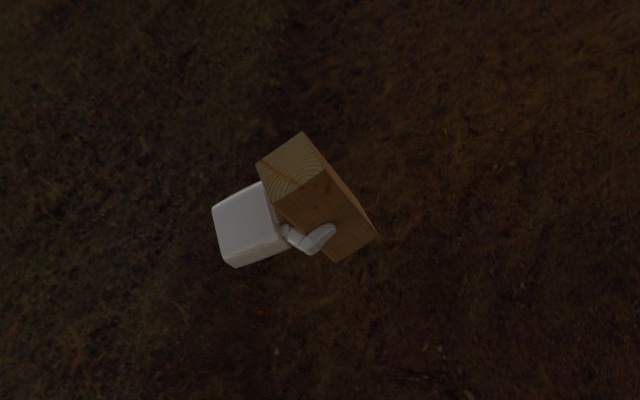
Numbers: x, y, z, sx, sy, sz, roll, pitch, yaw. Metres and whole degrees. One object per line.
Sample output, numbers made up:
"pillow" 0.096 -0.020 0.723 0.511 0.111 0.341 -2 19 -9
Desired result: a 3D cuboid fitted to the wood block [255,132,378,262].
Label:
"wood block" 0.000 0.003 0.746 0.090 0.090 0.206 -33 -40 8
